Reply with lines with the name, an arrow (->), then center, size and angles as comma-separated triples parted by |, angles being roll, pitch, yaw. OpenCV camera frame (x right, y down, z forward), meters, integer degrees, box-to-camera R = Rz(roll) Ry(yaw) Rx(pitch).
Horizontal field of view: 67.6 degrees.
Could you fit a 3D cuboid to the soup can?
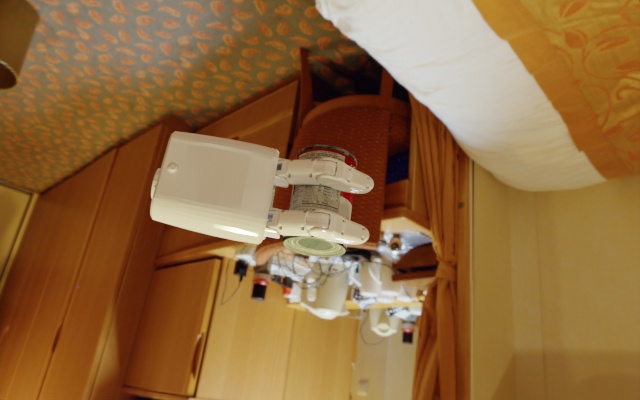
soup can -> 0.000, 0.002, 0.506 | 0.068, 0.102, 0.068 | 7, -23, 3
